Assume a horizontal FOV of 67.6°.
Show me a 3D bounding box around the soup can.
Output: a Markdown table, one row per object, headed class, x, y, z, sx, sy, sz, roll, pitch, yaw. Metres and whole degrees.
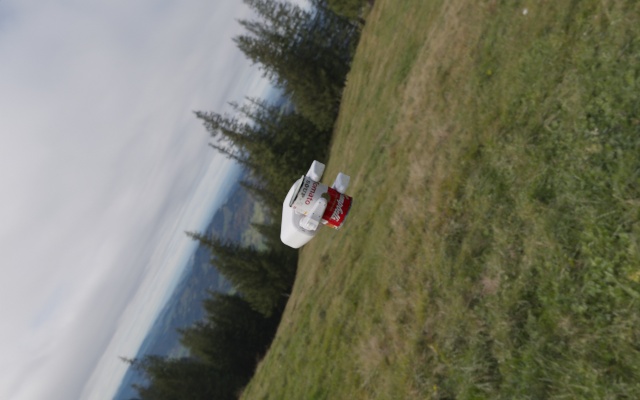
| class | x | y | z | sx | sy | sz | roll | pitch | yaw |
| --- | --- | --- | --- | --- | --- | --- | --- | --- | --- |
| soup can | 0.000 | 0.003 | 0.891 | 0.102 | 0.068 | 0.068 | 25 | -4 | -9 |
